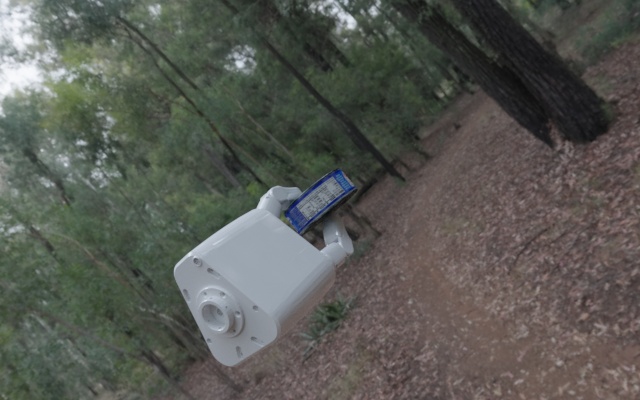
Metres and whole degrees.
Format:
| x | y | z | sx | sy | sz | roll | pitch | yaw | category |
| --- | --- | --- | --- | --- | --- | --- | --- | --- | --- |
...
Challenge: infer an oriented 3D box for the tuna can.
| x | y | z | sx | sy | sz | roll | pitch | yaw | category |
| --- | --- | --- | --- | --- | --- | --- | --- | --- | --- |
| 0.000 | 0.001 | 0.551 | 0.086 | 0.034 | 0.086 | -39 | -5 | -4 | tuna can |
